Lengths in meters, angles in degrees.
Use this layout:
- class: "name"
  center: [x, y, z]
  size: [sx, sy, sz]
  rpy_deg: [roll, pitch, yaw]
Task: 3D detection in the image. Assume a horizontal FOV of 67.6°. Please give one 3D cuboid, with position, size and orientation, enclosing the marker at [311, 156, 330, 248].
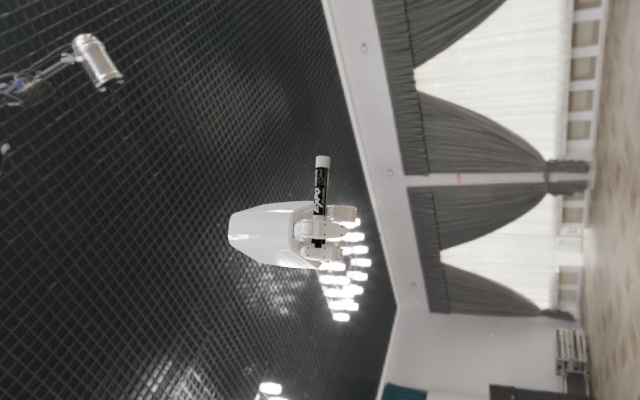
- class: "marker"
  center: [0.000, 0.002, 0.627]
  size: [0.020, 0.121, 0.020]
  rpy_deg: [3, -8, 0]
